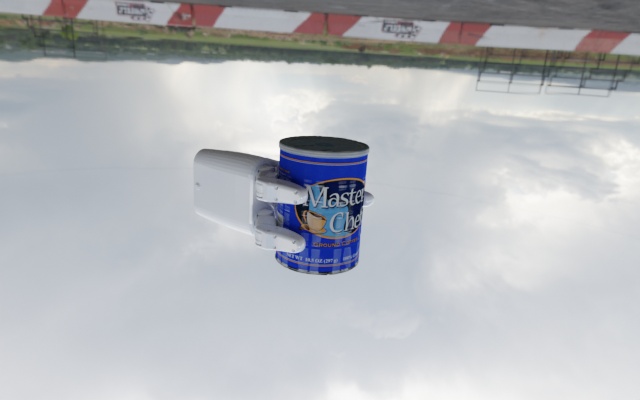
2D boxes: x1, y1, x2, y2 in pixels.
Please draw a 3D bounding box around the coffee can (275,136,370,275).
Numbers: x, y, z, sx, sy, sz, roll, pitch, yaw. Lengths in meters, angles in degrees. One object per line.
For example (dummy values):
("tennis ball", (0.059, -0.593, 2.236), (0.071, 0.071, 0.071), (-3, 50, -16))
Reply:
("coffee can", (0.000, 0.002, 0.559), (0.103, 0.140, 0.102), (3, 17, -1))
